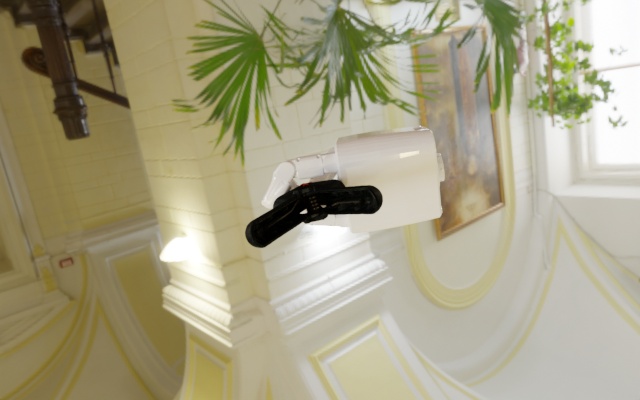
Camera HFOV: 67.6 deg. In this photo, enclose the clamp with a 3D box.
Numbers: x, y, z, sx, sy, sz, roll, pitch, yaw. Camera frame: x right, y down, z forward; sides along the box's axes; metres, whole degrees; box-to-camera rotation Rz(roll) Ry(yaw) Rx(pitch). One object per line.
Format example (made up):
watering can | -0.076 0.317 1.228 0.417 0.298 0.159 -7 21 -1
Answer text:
clamp | 0.000 0.002 0.471 0.120 0.039 0.171 -10 12 7
